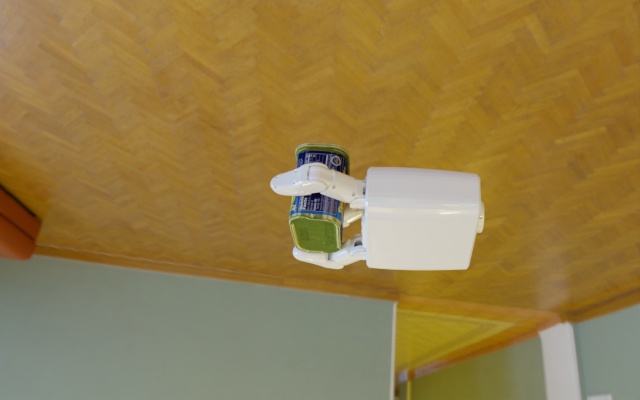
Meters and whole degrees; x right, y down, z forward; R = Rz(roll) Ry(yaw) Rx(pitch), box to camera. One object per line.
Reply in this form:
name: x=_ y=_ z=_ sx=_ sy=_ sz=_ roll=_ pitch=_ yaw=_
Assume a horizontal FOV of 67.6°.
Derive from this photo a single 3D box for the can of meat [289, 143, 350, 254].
can of meat: x=0.000 y=0.002 z=0.511 sx=0.057 sy=0.084 sz=0.102 roll=4 pitch=-26 yaw=6
